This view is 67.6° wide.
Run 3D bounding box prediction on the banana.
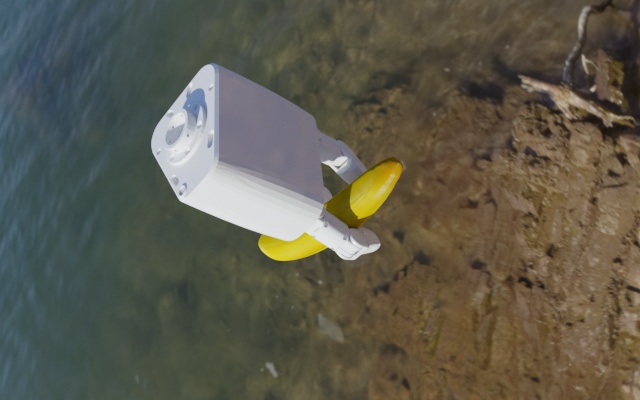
[{"bbox_3d":[-0.004,0.019,0.463,0.037,0.069,0.198,30,-38,-35],"label":"banana"}]
